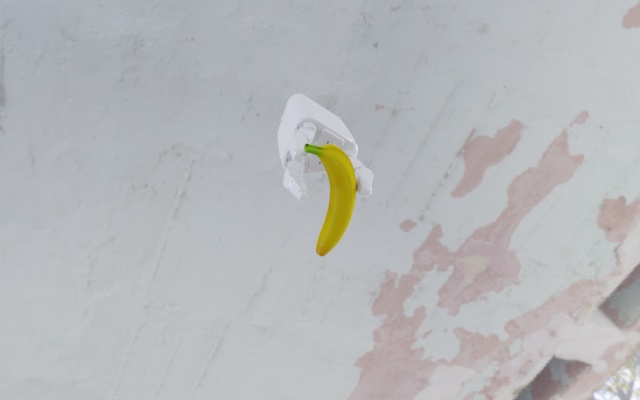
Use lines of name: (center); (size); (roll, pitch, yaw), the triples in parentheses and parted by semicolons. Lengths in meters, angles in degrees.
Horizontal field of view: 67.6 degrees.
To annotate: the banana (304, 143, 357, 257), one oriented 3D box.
banana: (0.018, -0.004, 0.671); (0.069, 0.198, 0.037); (-12, 37, -8)
